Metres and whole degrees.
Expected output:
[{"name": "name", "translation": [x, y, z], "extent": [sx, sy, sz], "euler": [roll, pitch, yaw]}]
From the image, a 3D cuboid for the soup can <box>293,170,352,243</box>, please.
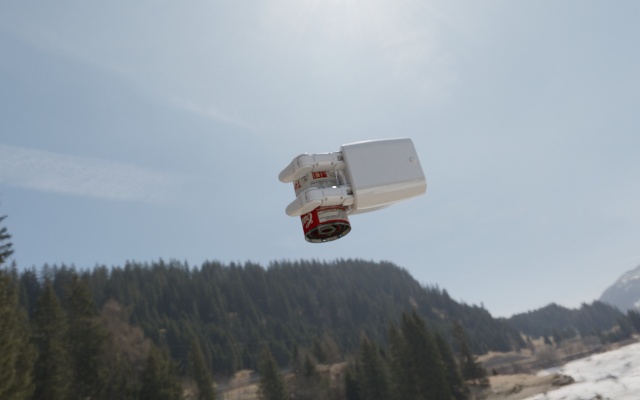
[{"name": "soup can", "translation": [0.000, 0.002, 0.693], "extent": [0.068, 0.102, 0.068], "euler": [-11, -24, -5]}]
